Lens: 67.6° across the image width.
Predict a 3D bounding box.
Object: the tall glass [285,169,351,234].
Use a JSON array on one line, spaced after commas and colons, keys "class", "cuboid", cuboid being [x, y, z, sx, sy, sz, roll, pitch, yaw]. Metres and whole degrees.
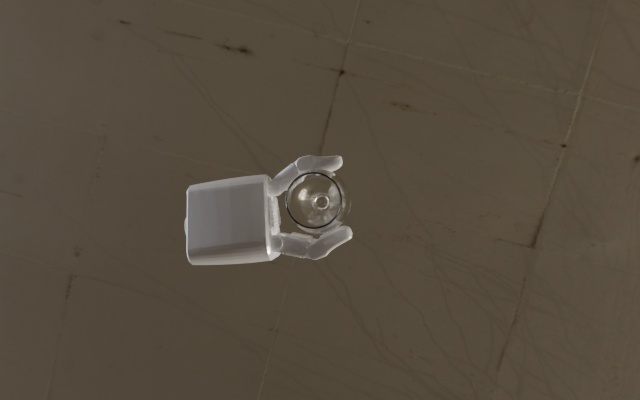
[{"class": "tall glass", "cuboid": [0.000, 0.002, 0.615, 0.079, 0.079, 0.201, 0, -1, 4]}]
